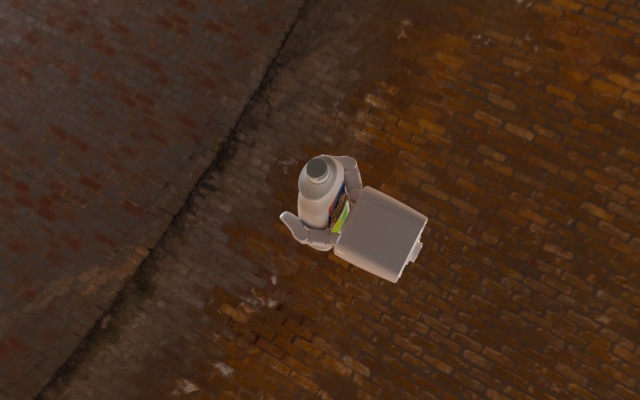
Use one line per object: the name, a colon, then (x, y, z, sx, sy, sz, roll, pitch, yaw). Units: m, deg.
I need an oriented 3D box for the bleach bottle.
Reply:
bleach bottle: (0.000, 0.002, 0.737, 0.068, 0.102, 0.251, 26, -14, 12)
